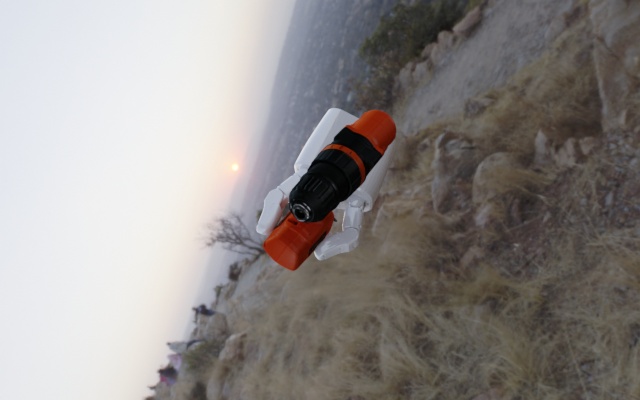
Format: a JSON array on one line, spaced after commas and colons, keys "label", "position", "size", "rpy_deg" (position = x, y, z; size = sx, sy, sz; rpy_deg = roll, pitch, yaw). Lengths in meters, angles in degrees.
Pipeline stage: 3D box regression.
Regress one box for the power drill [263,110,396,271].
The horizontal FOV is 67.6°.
[{"label": "power drill", "position": [0.000, 0.002, 0.529], "size": [0.184, 0.057, 0.188], "rpy_deg": [-46, -6, -43]}]
